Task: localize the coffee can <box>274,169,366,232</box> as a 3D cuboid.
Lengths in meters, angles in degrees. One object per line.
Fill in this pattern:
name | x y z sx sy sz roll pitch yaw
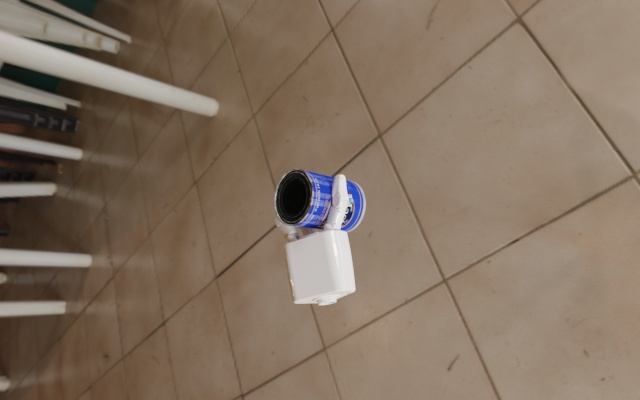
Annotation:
coffee can | 0.000 0.003 0.884 0.140 0.103 0.103 10 -7 -44
